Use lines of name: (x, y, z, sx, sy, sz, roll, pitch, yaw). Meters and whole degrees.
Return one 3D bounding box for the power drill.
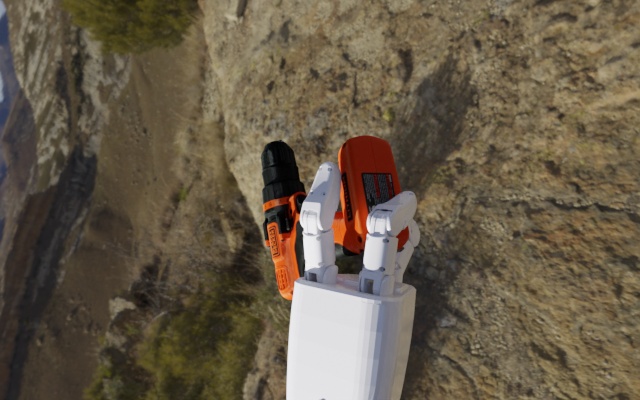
power drill: (0.000, 0.002, 0.489, 0.057, 0.184, 0.188, -5, -13, -33)
